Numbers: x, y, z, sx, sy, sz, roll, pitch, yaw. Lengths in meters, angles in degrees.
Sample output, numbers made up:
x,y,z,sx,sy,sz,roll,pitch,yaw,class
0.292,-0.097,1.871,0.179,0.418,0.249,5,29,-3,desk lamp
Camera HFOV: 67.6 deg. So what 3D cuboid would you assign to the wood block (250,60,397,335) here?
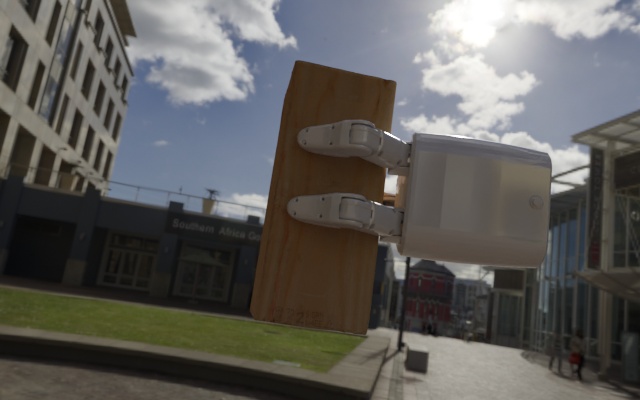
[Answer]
x,y,z,sx,sy,sz,roll,pitch,yaw,class
0.000,0.001,0.414,0.090,0.206,0.091,10,-11,-8,wood block
